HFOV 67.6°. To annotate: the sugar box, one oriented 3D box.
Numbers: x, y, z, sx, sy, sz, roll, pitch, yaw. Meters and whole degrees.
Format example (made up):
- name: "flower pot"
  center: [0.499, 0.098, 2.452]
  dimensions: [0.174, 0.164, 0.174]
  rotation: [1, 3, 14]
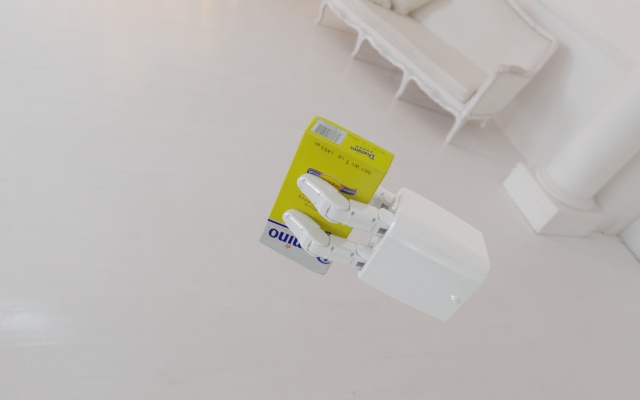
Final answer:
- name: "sugar box"
  center: [0.000, 0.002, 0.530]
  dimensions: [0.093, 0.176, 0.048]
  rotation: [28, 38, 2]
